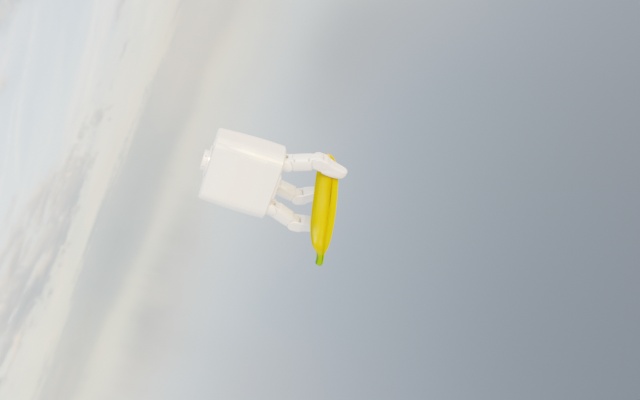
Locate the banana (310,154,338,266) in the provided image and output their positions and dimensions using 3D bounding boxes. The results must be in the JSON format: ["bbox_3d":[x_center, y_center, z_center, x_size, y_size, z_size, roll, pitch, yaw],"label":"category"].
[{"bbox_3d":[0.004,-0.002,0.756,0.037,0.197,0.070,12,-25,-10],"label":"banana"}]
